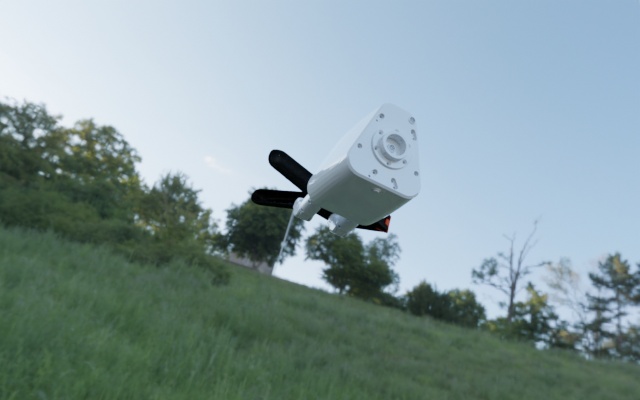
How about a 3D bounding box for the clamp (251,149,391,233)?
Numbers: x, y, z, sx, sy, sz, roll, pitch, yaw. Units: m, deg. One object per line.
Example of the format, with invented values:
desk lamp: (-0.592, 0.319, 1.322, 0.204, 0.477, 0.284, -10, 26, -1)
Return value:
clamp: (0.001, 0.002, 0.694, 0.210, 0.036, 0.164, 23, -23, -15)
